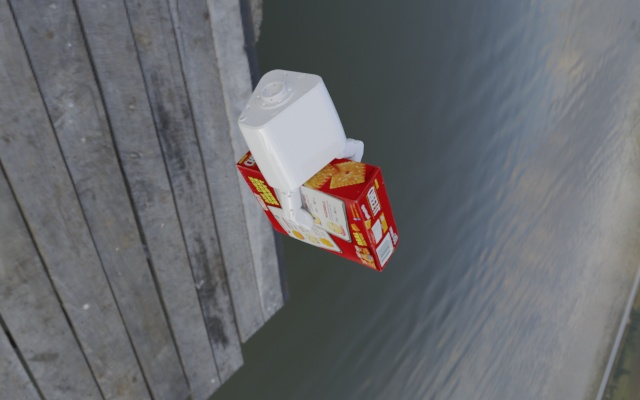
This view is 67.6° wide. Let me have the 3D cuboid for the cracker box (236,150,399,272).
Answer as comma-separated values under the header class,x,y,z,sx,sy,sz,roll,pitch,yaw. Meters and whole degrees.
class,x,y,z,sx,sy,sz,roll,pitch,yaw
cracker box,0.000,0.002,0.709,0.213,0.072,0.164,18,-31,34
